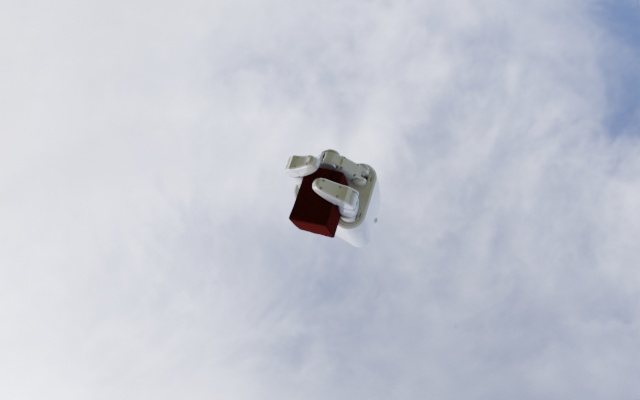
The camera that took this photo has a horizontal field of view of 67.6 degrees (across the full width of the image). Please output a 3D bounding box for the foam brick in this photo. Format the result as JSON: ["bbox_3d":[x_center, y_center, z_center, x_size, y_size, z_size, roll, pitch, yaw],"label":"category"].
[{"bbox_3d":[0.000,0.002,0.624,0.053,0.078,0.051,13,-18,17],"label":"foam brick"}]
